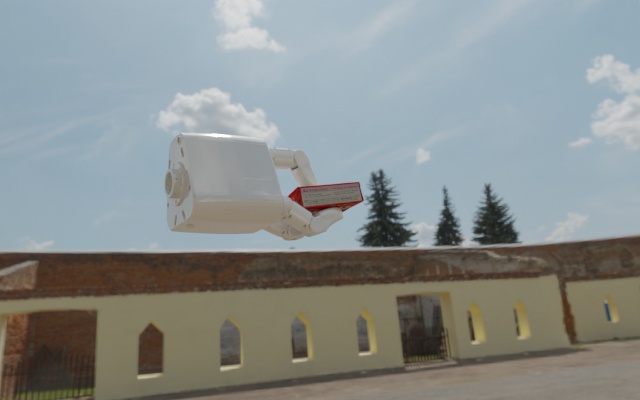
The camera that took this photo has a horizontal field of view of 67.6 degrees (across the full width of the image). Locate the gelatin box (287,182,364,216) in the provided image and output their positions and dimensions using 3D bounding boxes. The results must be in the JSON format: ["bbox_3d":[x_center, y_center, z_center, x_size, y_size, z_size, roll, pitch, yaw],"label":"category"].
[{"bbox_3d":[0.000,0.002,0.623,0.089,0.030,0.073,-7,-12,-24],"label":"gelatin box"}]
